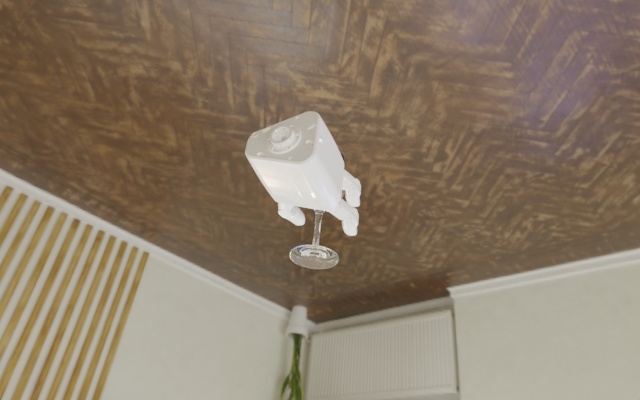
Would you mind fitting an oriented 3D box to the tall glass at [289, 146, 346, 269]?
[{"bbox_3d":[0.000,0.003,0.760,0.079,0.201,0.079,5,-34,3],"label":"tall glass"}]
